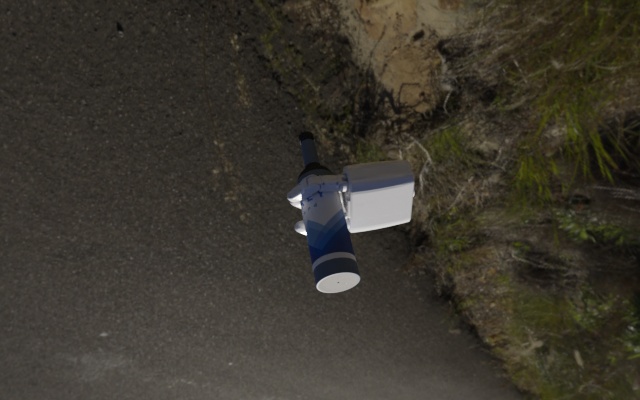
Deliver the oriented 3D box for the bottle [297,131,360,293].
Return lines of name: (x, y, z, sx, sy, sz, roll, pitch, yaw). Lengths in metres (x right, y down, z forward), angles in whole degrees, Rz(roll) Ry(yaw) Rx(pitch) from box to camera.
bottle: (0.000, 0.003, 0.784, 0.069, 0.295, 0.069, -8, -34, -6)
